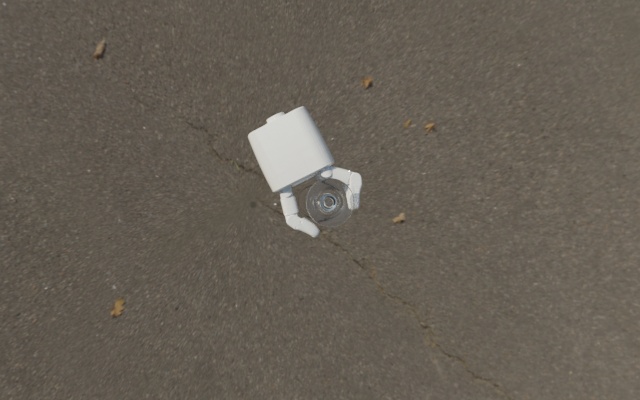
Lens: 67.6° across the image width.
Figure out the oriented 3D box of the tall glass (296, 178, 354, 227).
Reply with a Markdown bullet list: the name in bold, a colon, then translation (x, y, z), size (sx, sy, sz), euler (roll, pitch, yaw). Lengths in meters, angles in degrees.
- **tall glass**: translation (0.000, 0.003, 0.819), size (0.079, 0.079, 0.201), euler (0, 0, -8)
